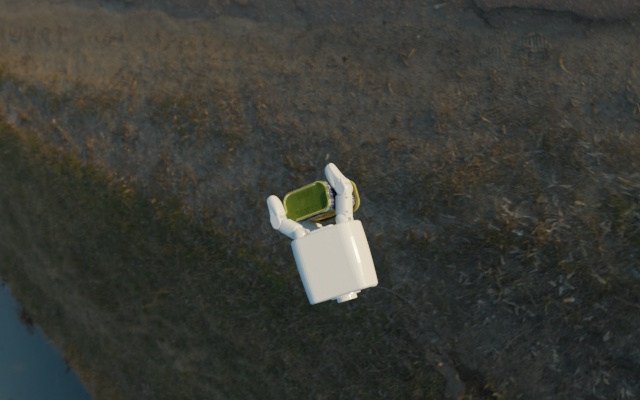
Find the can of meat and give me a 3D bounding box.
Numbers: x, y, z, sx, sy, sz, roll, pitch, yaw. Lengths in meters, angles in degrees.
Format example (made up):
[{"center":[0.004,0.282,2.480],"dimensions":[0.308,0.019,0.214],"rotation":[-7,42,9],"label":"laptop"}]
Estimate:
[{"center":[0.000,0.003,0.809],"dimensions":[0.102,0.057,0.084],"rotation":[-21,-12,36],"label":"can of meat"}]
